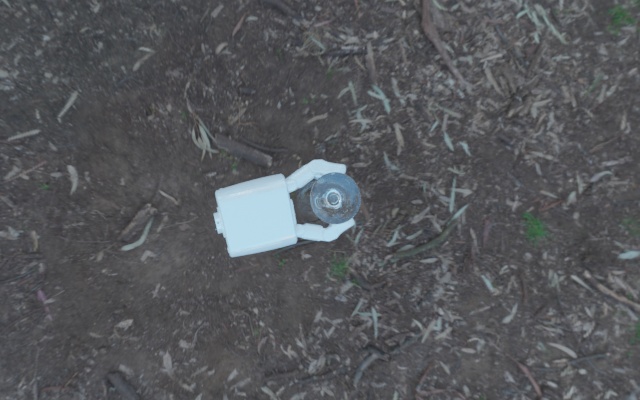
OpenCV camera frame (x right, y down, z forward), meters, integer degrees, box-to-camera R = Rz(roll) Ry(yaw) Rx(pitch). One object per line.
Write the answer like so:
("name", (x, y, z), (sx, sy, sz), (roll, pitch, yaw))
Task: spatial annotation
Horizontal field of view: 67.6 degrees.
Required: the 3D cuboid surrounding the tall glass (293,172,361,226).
("tall glass", (0.000, 0.003, 0.770), (0.079, 0.079, 0.201), (0, -3, -12))
